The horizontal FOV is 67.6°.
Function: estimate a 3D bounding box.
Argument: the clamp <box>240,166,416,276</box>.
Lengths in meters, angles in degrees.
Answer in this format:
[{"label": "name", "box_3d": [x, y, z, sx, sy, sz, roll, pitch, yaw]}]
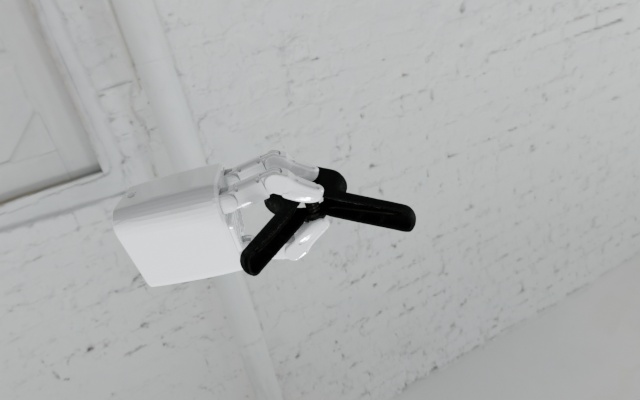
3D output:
[{"label": "clamp", "box_3d": [0.000, 0.002, 0.510, 0.164, 0.036, 0.210, -11, 25, -1]}]
